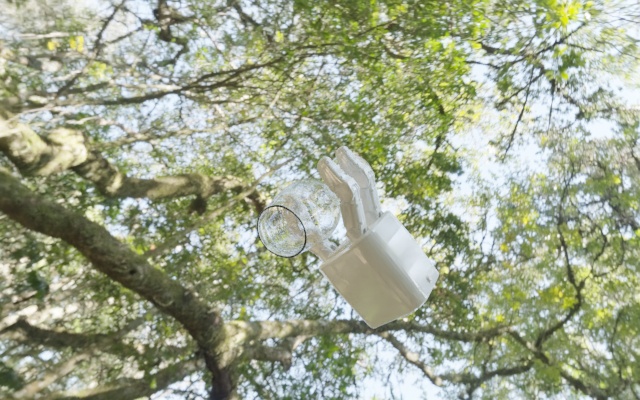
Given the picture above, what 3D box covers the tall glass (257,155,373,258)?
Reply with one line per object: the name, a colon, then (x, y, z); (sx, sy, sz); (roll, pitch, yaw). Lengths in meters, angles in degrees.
tall glass: (0.000, 0.002, 0.596); (0.079, 0.079, 0.201); (0, 19, 27)
